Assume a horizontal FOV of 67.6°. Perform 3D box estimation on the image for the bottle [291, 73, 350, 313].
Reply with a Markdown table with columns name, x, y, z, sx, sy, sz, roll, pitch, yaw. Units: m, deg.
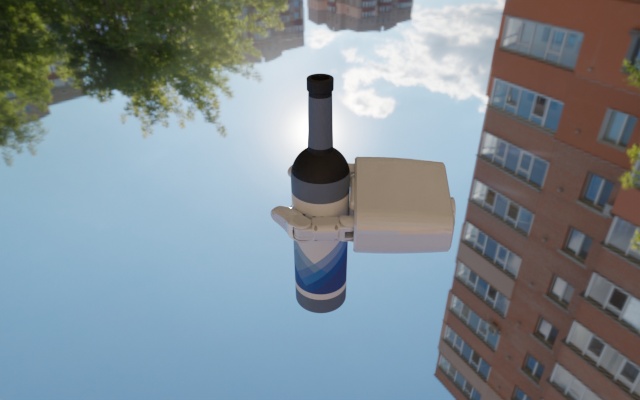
| name | x | y | z | sx | sy | sz | roll | pitch | yaw |
| --- | --- | --- | --- | --- | --- | --- | --- | --- | --- |
| bottle | 0.000 | 0.002 | 0.553 | 0.069 | 0.296 | 0.069 | 0 | 33 | 0 |
